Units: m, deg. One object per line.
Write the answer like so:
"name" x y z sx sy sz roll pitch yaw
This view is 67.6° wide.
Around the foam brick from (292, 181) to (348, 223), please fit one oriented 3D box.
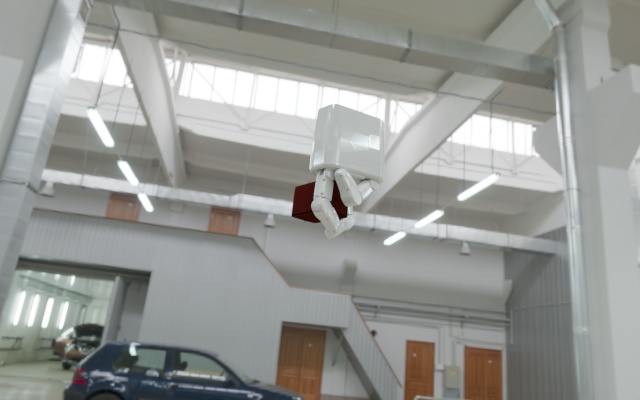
"foam brick" 0.000 0.003 0.761 0.078 0.051 0.053 -12 -23 43
